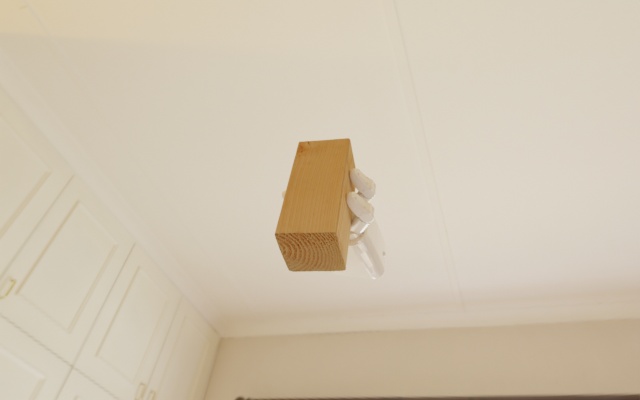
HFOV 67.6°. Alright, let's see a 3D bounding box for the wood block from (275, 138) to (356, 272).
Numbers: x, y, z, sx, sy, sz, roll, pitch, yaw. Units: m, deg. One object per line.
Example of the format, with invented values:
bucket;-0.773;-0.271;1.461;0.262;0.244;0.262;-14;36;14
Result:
wood block;0.000;0.003;0.753;0.091;0.206;0.090;-3;-46;13
